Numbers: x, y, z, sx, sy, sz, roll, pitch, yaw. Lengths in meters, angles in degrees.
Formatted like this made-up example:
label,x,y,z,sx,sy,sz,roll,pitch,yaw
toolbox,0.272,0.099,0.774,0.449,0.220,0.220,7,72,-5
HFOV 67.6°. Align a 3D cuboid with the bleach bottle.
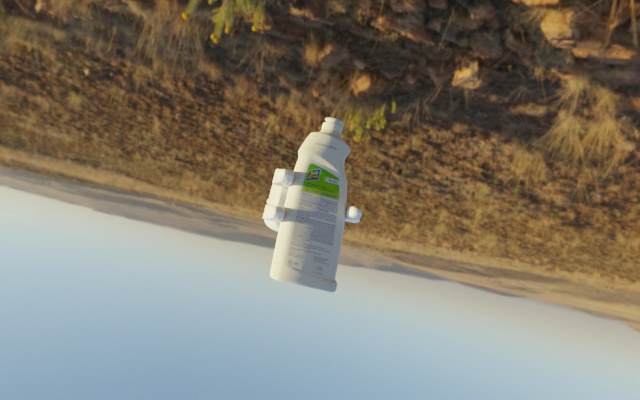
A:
label,x,y,z,sx,sy,sz,roll,pitch,yaw
bleach bottle,0.000,0.002,0.713,0.102,0.251,0.068,15,-6,-15
